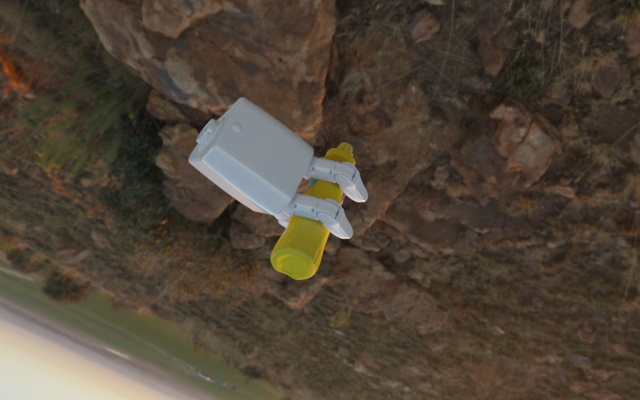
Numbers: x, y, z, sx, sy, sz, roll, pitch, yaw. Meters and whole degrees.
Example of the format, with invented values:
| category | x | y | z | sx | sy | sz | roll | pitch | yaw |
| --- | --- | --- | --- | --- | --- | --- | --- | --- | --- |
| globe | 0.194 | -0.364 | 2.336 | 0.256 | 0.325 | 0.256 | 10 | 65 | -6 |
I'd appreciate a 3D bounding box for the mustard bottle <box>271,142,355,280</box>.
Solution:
| category | x | y | z | sx | sy | sz | roll | pitch | yaw |
| --- | --- | --- | --- | --- | --- | --- | --- | --- | --- |
| mustard bottle | 0.000 | 0.002 | 0.613 | 0.058 | 0.191 | 0.096 | 25 | -27 | -2 |
